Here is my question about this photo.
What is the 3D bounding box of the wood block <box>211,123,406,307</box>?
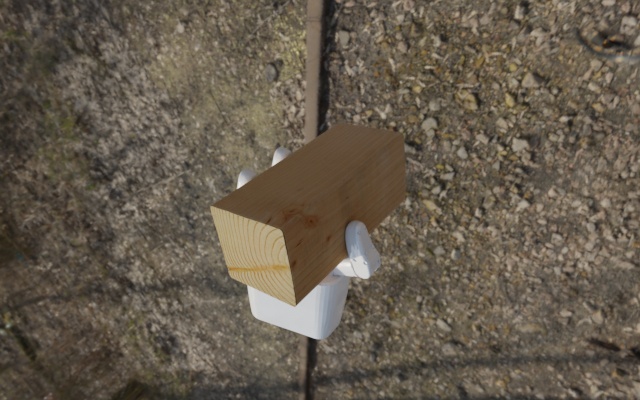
[{"bbox_3d":[0.000,0.002,0.500,0.091,0.090,0.206,17,39,34],"label":"wood block"}]
